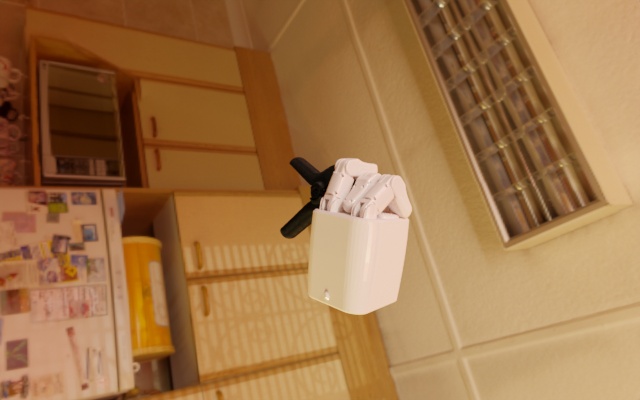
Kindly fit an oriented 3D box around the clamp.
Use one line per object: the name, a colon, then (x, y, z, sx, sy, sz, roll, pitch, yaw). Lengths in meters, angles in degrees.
clamp: (0.001, 0.002, 0.649, 0.039, 0.120, 0.171, 7, 2, -36)
